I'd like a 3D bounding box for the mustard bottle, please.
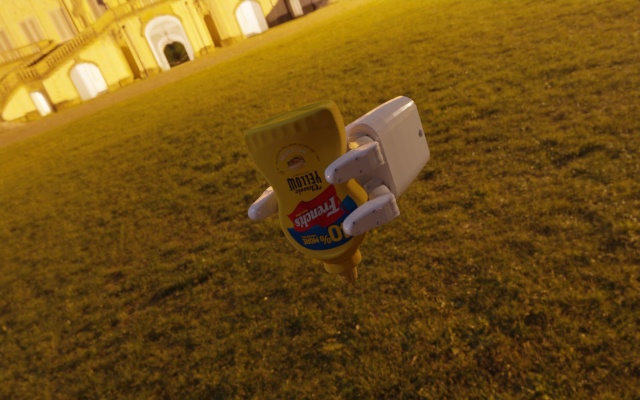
[{"bbox_3d":[0.000,0.002,0.491,0.096,0.192,0.058,-15,20,17],"label":"mustard bottle"}]
